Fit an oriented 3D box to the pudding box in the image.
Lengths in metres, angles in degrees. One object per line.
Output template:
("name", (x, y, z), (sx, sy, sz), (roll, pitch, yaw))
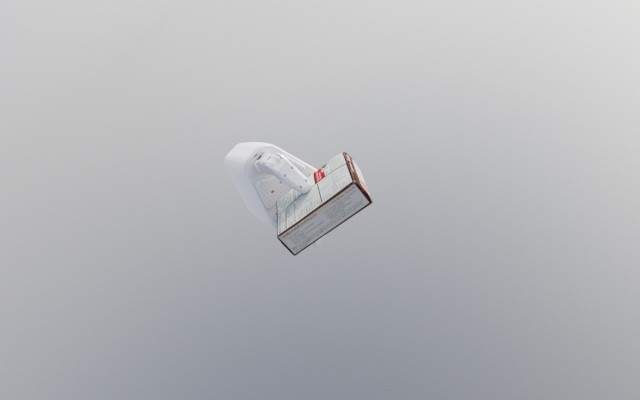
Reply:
("pudding box", (0.000, 0.002, 0.563), (0.113, 0.039, 0.090), (-37, 26, 14))
